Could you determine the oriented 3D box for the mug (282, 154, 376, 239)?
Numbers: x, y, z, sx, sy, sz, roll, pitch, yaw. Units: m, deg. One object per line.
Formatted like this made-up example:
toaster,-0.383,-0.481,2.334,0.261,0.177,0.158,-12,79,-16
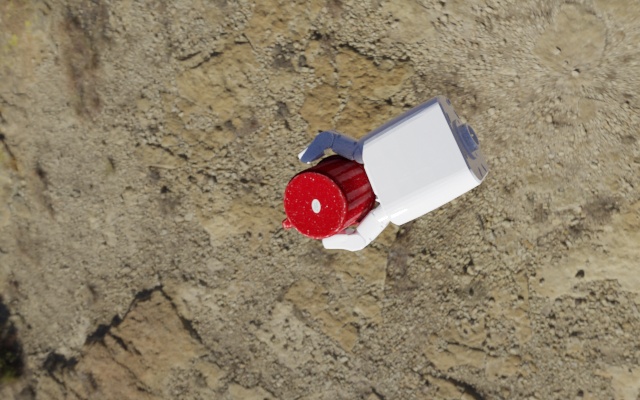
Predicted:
mug,-0.001,0.002,0.571,0.117,0.093,0.081,-30,-1,29
